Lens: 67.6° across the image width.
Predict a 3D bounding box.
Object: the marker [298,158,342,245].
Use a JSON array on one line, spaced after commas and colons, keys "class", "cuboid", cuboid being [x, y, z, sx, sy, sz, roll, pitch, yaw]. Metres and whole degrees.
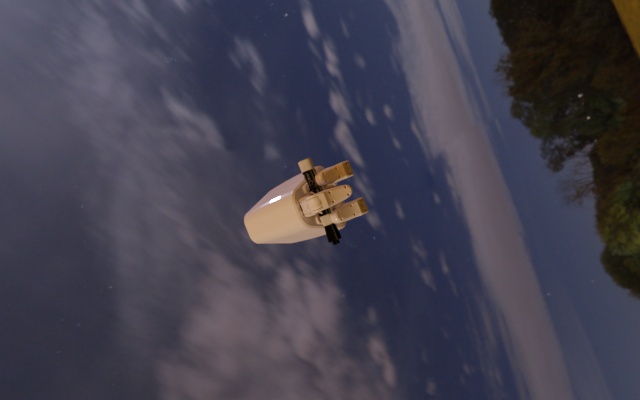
[{"class": "marker", "cuboid": [0.000, 0.002, 0.642, 0.020, 0.121, 0.020, -21, 0, 0]}]
